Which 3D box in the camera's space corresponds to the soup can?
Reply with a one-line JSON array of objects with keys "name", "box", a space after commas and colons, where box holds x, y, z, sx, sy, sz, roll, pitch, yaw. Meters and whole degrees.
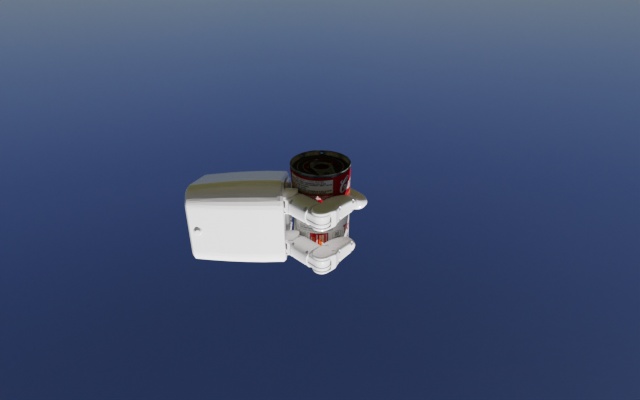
[{"name": "soup can", "box": [0.001, 0.002, 0.552, 0.068, 0.102, 0.068, 0, 29, 0]}]
